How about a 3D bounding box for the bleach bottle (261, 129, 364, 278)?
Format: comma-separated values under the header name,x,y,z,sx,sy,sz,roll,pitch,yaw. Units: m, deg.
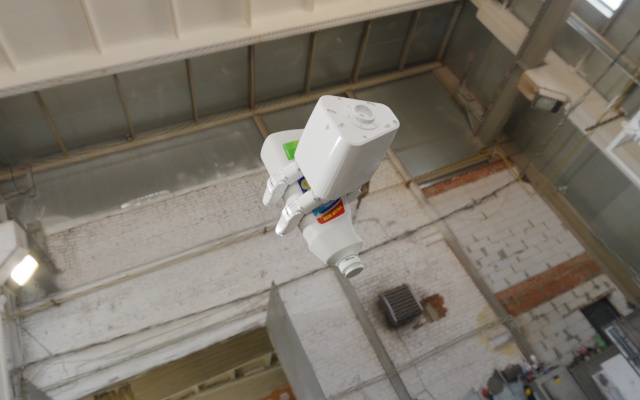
name,x,y,z,sx,sy,sz,roll,pitch,yaw
bleach bottle,0.000,0.002,0.721,0.102,0.250,0.068,-10,-34,-31
